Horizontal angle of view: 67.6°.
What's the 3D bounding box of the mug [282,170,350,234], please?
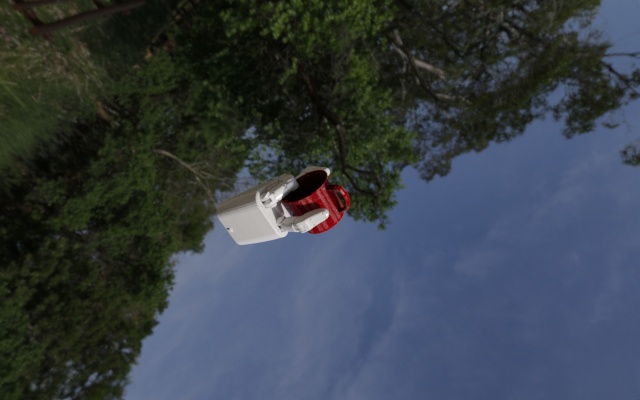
[{"bbox_3d":[0.001,0.003,0.845,0.117,0.081,0.093,-14,31,33],"label":"mug"}]
